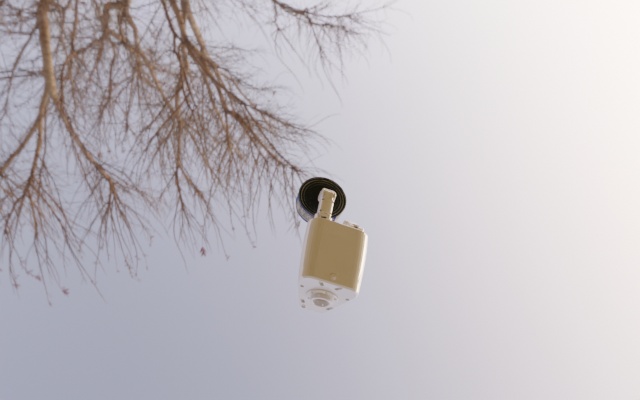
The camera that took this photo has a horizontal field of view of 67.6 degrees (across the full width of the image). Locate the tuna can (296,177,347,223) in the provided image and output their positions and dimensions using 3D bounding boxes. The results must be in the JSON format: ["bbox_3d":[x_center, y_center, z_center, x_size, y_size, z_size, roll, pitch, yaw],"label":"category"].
[{"bbox_3d":[0.000,0.003,0.838,0.086,0.086,0.034,0,-33,-17],"label":"tuna can"}]
